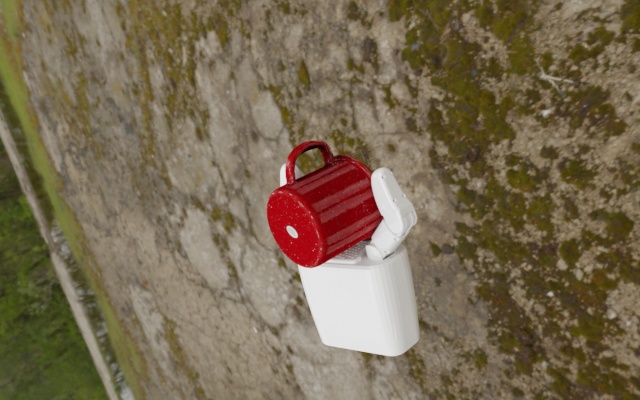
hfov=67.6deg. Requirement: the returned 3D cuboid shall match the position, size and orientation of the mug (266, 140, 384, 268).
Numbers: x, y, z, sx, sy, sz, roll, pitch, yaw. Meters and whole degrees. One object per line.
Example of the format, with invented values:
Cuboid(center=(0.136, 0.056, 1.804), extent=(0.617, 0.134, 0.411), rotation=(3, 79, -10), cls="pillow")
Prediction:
Cuboid(center=(0.000, 0.000, 0.454), extent=(0.081, 0.117, 0.093), rotation=(-27, 21, -36), cls="mug")
